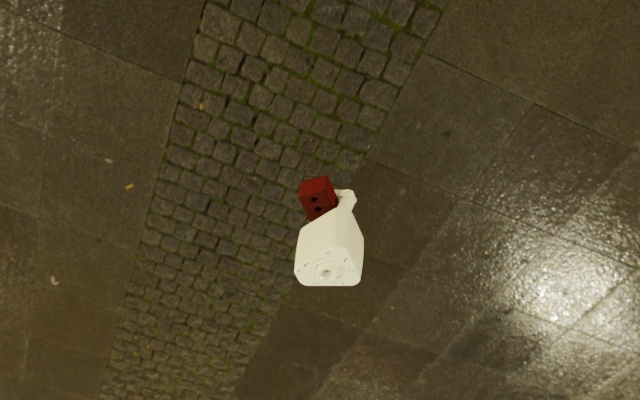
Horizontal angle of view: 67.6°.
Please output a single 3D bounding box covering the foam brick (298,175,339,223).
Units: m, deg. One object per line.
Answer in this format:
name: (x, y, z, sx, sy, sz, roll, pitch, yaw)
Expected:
foam brick: (0.000, 0.003, 0.876, 0.053, 0.078, 0.051, -15, 32, 18)
